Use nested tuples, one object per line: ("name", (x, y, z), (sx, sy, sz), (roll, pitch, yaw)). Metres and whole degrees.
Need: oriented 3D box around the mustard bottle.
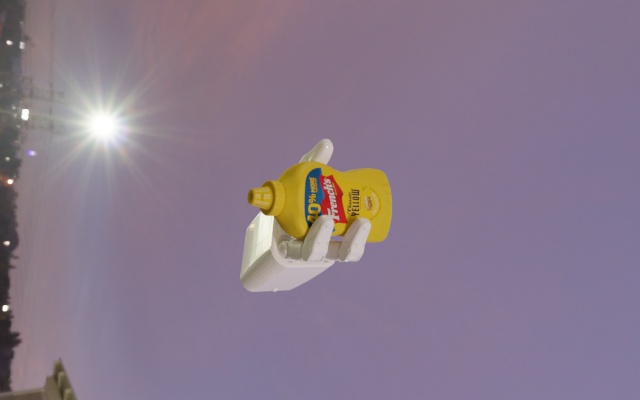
("mustard bottle", (0.001, 0.002, 0.582), (0.191, 0.096, 0.058), (4, -6, -35))
